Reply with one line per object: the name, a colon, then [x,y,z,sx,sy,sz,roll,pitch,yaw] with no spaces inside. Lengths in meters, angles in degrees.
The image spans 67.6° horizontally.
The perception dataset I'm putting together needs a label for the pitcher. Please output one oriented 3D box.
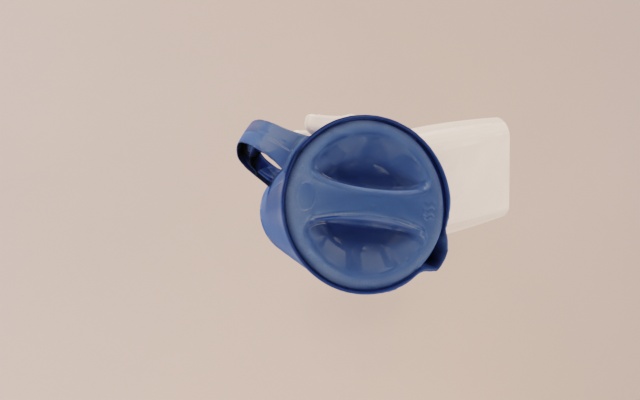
pitcher: [0.000,0.002,0.460,0.145,0.149,0.243,-13,1,-15]
